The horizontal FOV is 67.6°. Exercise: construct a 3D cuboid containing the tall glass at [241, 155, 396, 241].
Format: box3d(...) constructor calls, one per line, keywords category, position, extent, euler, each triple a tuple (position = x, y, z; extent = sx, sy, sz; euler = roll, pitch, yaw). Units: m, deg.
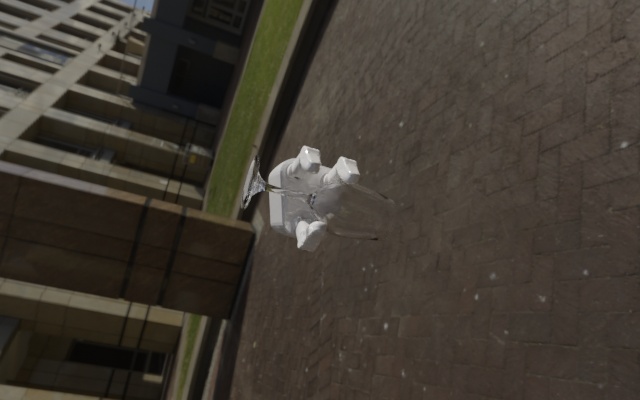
box3d(category="tall glass", position=(-0.001, 0.002, 0.644), extent=(0.201, 0.079, 0.079), euler=(16, -5, -17))
